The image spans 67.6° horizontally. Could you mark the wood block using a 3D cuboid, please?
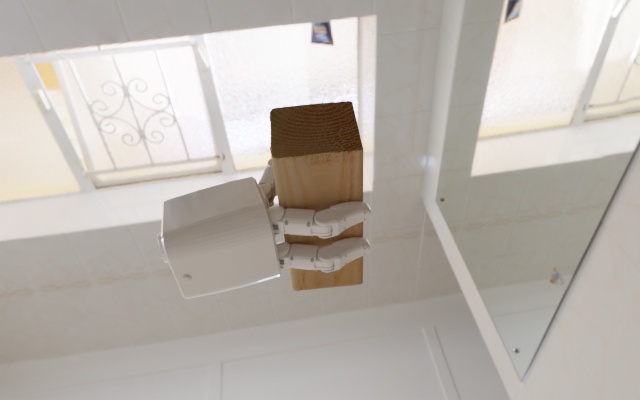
[{"bbox_3d":[0.000,0.002,0.545,0.090,0.206,0.090,-6,43,-2],"label":"wood block"}]
